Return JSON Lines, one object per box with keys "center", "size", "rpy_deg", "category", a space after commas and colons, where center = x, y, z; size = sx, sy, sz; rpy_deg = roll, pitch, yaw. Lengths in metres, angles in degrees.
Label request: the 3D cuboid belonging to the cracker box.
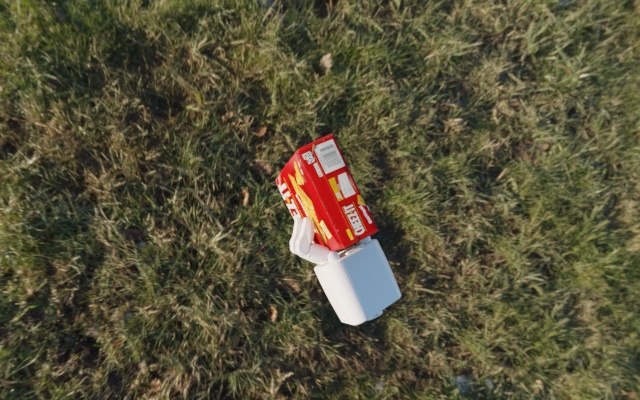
{"center": [0.000, 0.003, 0.799], "size": [0.072, 0.164, 0.214], "rpy_deg": [-25, -2, -17], "category": "cracker box"}
